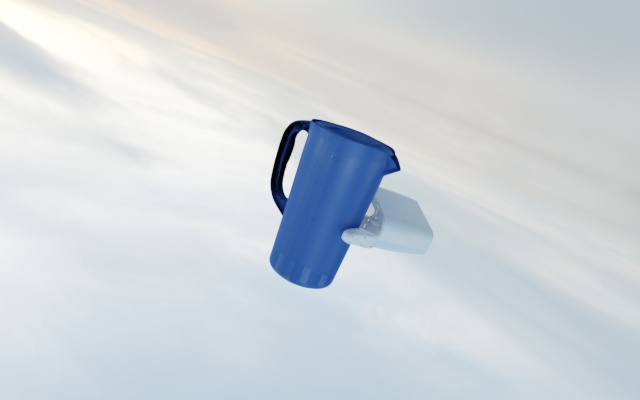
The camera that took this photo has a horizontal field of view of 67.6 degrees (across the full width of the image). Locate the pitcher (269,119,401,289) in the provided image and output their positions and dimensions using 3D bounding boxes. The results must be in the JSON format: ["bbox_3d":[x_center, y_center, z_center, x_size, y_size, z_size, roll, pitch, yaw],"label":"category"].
[{"bbox_3d":[0.000,0.002,0.730,0.145,0.243,0.149,14,17,-26],"label":"pitcher"}]
